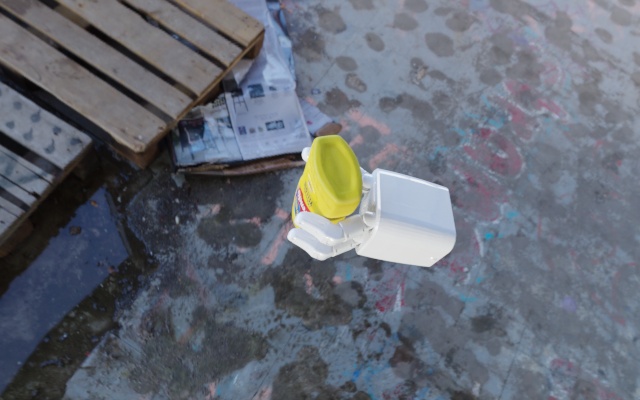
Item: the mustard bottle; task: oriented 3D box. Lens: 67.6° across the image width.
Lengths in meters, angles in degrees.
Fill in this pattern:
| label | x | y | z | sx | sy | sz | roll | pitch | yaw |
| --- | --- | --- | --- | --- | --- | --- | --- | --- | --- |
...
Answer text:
| label | x | y | z | sx | sy | sz | roll | pitch | yaw |
| --- | --- | --- | --- | --- | --- | --- | --- | --- | --- |
| mustard bottle | 0.000 | 0.002 | 0.637 | 0.058 | 0.096 | 0.192 | -11 | -23 | -18 |
